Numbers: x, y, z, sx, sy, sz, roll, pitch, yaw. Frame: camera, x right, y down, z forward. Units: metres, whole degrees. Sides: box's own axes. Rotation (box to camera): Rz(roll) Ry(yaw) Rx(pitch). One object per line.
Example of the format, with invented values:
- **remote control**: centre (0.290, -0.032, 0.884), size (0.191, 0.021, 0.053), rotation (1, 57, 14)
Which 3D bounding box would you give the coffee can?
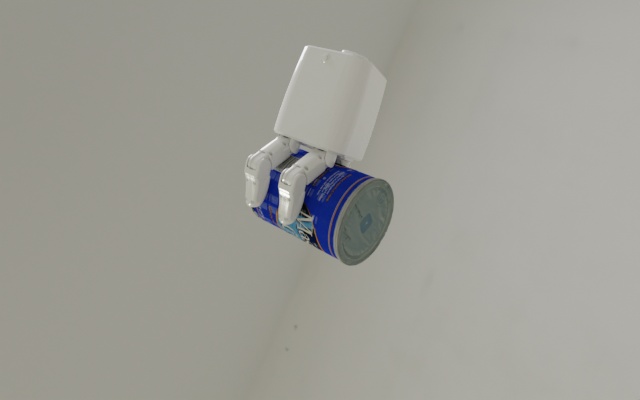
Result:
- **coffee can**: centre (0.000, 0.002, 0.565), size (0.140, 0.103, 0.103), rotation (24, 15, 35)
